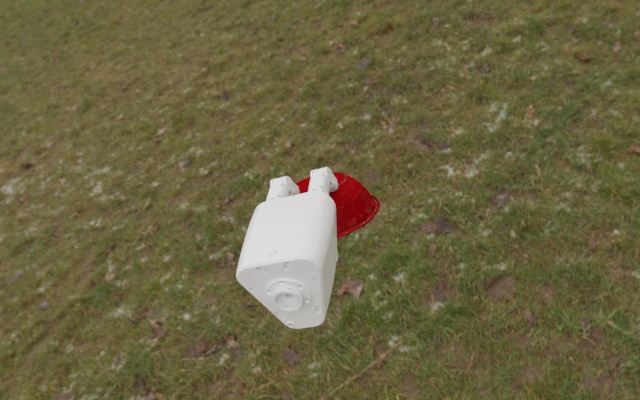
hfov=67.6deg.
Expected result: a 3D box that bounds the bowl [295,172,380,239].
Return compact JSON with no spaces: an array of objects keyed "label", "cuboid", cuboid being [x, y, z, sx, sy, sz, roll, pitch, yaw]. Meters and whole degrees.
[{"label":"bowl","cuboid":[0.000,0.001,0.679,0.162,0.055,0.162,-16,19,6]}]
